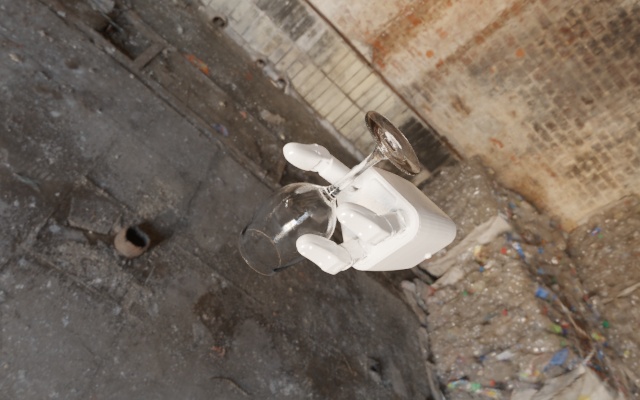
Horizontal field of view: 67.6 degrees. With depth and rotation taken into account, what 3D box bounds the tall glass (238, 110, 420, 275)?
[{"bbox_3d":[0.000,0.001,0.486,0.201,0.079,0.079,-39,-21,28],"label":"tall glass"}]
